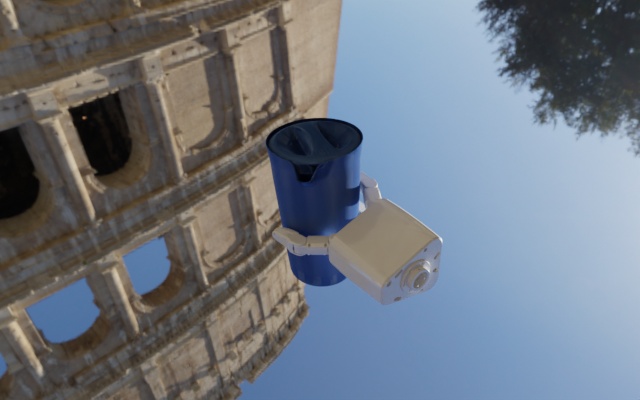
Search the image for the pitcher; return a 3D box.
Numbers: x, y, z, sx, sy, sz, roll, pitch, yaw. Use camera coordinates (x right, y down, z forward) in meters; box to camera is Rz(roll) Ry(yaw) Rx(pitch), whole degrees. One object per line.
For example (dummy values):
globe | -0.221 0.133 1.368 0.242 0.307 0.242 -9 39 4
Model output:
pitcher | 0.000 0.002 0.723 0.149 0.243 0.145 -25 40 -28
